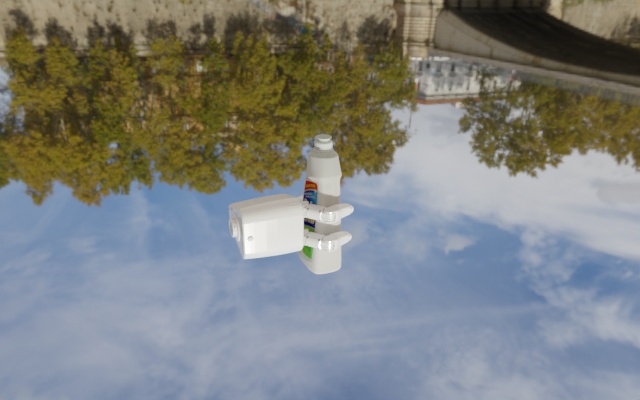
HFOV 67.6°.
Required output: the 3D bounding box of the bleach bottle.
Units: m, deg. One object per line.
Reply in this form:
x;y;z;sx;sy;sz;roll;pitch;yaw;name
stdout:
0.000;0.003;0.867;0.068;0.251;0.102;-9;26;-21;bleach bottle
